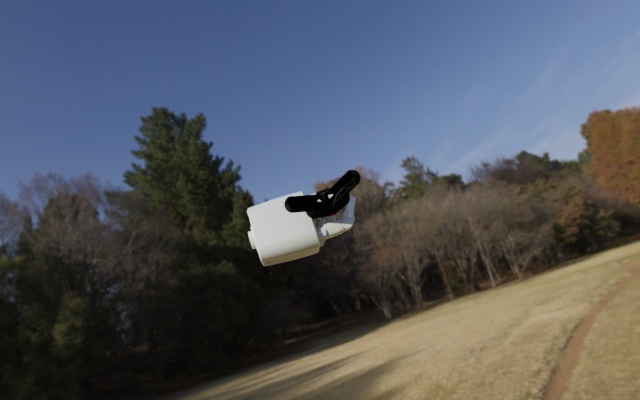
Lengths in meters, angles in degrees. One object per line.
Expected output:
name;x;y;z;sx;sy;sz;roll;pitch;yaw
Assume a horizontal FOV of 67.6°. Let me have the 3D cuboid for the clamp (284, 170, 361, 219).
clamp;0.000;0.002;0.774;0.120;0.039;0.171;-16;-16;-6
